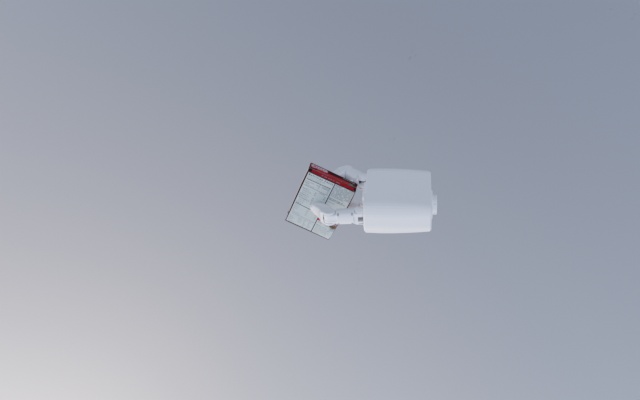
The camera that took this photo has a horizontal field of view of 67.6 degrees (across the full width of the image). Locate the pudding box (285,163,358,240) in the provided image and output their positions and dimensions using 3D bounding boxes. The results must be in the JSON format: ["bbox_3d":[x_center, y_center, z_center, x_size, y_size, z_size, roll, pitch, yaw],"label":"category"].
[{"bbox_3d":[0.000,0.003,0.824,0.090,0.113,0.039,25,28,-3],"label":"pudding box"}]
